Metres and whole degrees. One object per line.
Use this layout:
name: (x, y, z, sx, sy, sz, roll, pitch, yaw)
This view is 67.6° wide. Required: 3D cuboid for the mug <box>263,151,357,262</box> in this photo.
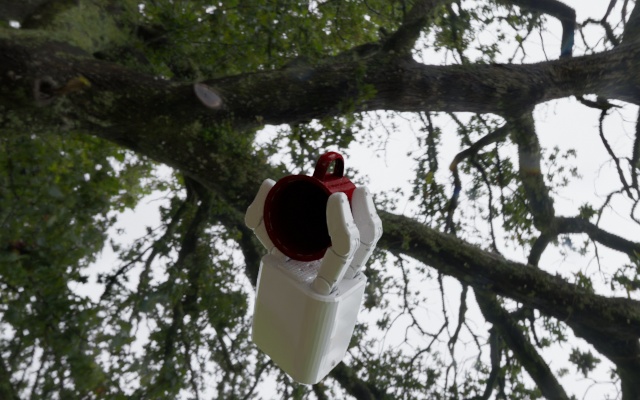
mug: (0.000, 0.000, 0.526, 0.093, 0.117, 0.081, 20, 18, 23)
